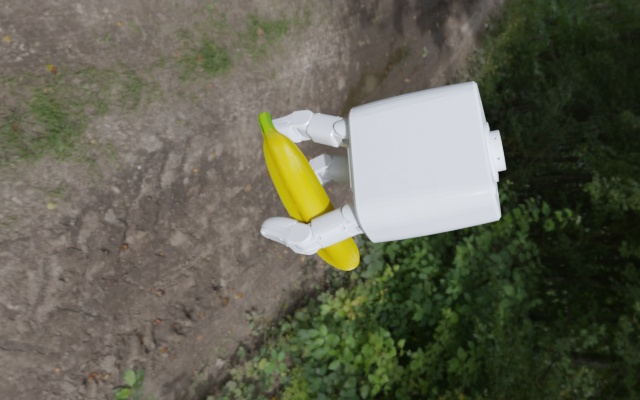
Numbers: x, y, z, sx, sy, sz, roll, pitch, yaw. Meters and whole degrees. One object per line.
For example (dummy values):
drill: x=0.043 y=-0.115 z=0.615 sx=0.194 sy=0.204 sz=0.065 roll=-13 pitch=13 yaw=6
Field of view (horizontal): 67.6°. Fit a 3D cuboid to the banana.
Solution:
banana: x=-0.003 y=0.009 z=0.452 sx=0.037 sy=0.198 sz=0.069 roll=-19 pitch=31 yaw=17
